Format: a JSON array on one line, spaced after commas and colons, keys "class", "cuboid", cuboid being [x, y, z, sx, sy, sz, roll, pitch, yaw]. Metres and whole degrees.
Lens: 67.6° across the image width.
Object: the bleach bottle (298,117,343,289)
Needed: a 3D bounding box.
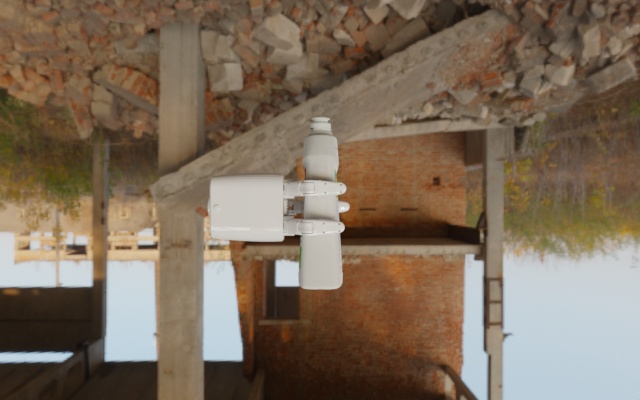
[{"class": "bleach bottle", "cuboid": [0.000, 0.002, 0.727, 0.068, 0.251, 0.102, 0, 0, 0]}]
